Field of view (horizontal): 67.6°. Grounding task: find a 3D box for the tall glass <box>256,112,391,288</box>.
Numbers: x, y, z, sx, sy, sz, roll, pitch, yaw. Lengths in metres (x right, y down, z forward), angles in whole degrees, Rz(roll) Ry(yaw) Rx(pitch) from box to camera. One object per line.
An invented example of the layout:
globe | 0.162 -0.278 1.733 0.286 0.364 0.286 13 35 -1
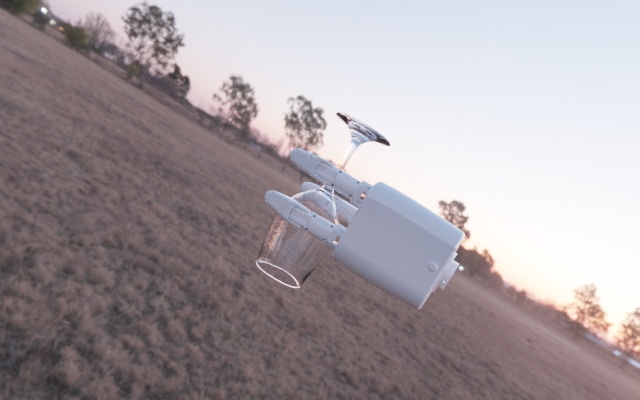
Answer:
tall glass | 0.000 0.001 0.561 0.079 0.201 0.079 31 2 -1
